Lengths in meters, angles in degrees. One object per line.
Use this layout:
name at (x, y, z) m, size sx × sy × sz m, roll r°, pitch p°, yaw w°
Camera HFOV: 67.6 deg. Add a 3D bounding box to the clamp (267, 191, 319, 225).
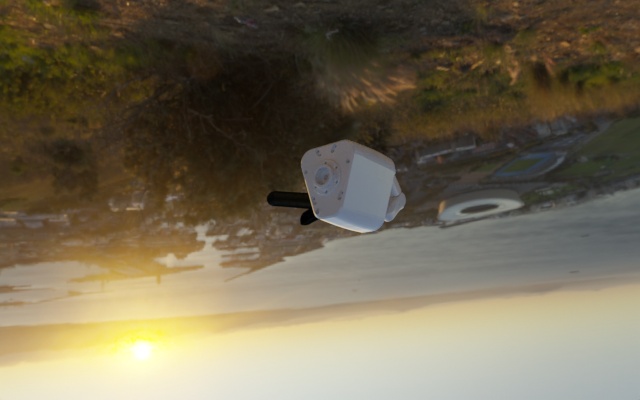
clamp at (0.000, 0.003, 0.786) m, size 0.171 × 0.039 × 0.120 m, roll -16°, pitch -24°, yaw 34°
